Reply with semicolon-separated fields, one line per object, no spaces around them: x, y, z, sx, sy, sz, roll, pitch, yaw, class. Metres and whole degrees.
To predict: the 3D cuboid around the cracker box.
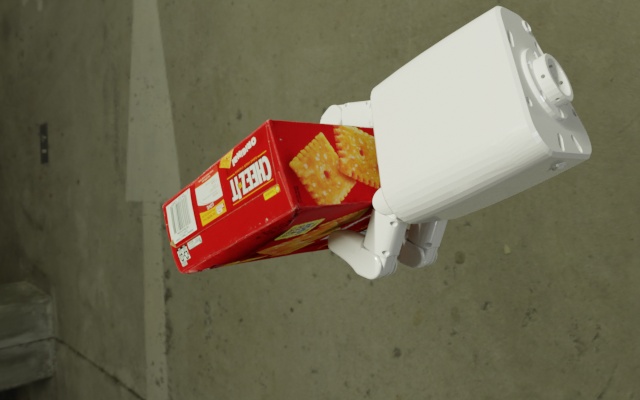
0.000;0.001;0.417;0.213;0.072;0.164;-3;-18;-44;cracker box
